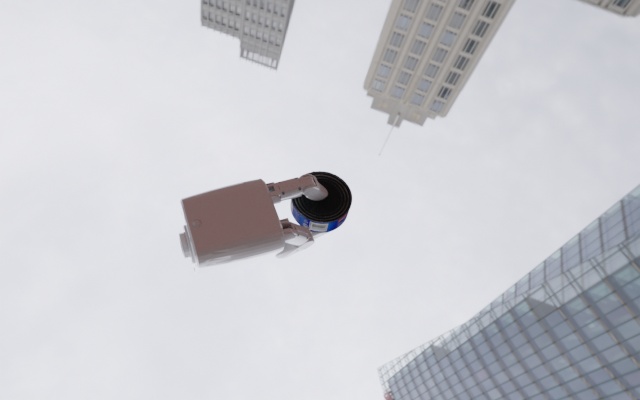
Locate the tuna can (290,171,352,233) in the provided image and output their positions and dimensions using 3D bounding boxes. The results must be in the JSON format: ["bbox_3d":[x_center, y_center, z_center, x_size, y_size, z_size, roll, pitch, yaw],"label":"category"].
[{"bbox_3d":[0.000,0.003,0.677,0.086,0.086,0.034,0,-33,-8],"label":"tuna can"}]
